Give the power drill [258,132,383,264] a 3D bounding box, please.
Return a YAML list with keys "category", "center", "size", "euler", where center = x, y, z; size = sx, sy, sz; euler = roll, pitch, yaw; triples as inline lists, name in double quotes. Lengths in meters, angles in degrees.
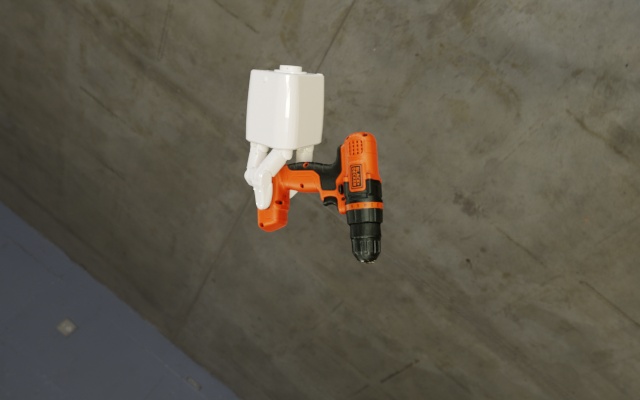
- category: "power drill"
  center: [0.000, 0.002, 0.698]
  size: [0.187, 0.184, 0.057]
  euler: [-6, -10, 23]
